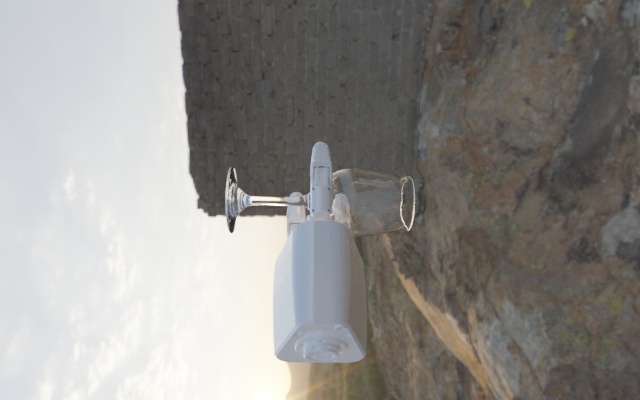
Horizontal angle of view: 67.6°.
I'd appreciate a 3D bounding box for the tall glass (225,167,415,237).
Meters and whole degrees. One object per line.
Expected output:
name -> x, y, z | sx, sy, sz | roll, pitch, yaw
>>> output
tall glass -> -0.001, 0.002, 0.534 | 0.201, 0.079, 0.079 | 1, 0, -2
